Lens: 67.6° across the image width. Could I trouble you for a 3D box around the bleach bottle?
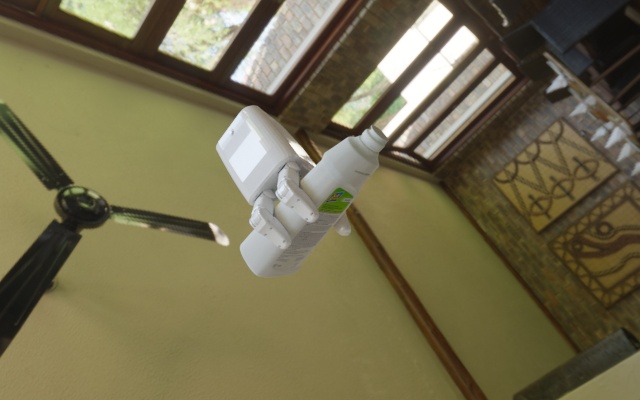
[{"bbox_3d":[0.000,0.002,0.638,0.251,0.068,0.102,-47,-26,24],"label":"bleach bottle"}]
